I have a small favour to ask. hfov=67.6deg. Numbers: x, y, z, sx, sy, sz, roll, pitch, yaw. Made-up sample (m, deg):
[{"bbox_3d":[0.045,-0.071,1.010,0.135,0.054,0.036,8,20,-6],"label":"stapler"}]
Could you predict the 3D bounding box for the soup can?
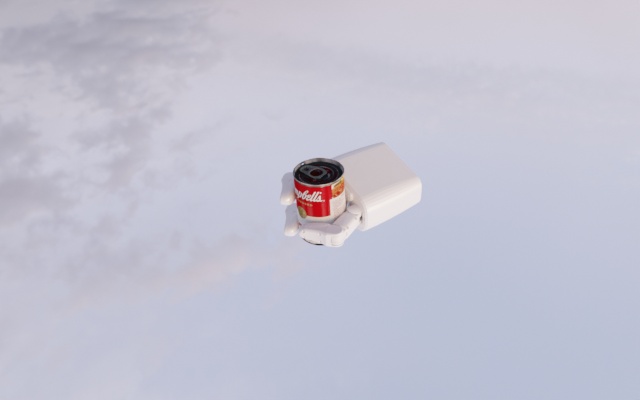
[{"bbox_3d":[0.000,0.003,0.652,0.068,0.102,0.068,-2,36,2],"label":"soup can"}]
